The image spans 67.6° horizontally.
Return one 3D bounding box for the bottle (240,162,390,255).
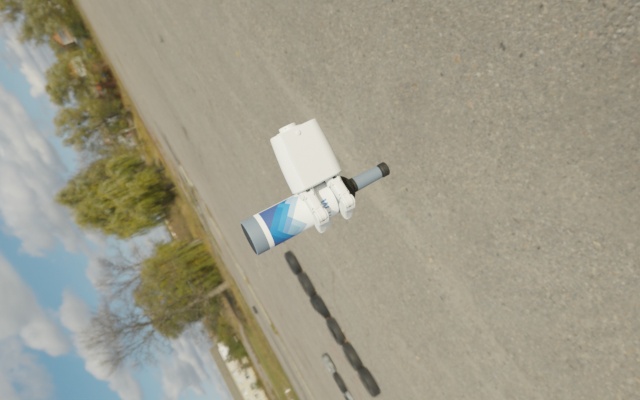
[{"bbox_3d":[0.000,0.003,0.879,0.295,0.069,0.069,-27,8,-16],"label":"bottle"}]
